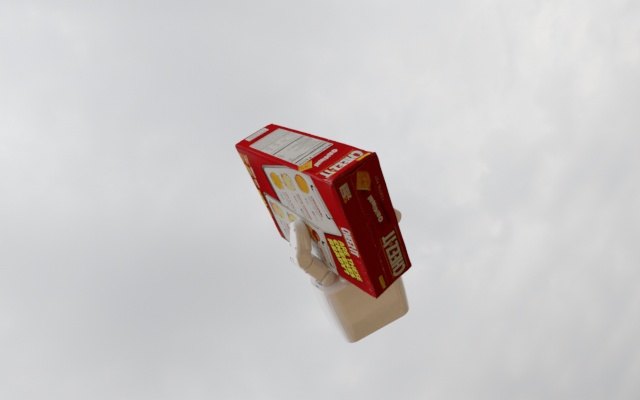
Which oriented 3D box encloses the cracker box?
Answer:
[{"bbox_3d":[0.000,0.002,0.587,0.072,0.164,0.213,-37,34,-22],"label":"cracker box"}]
